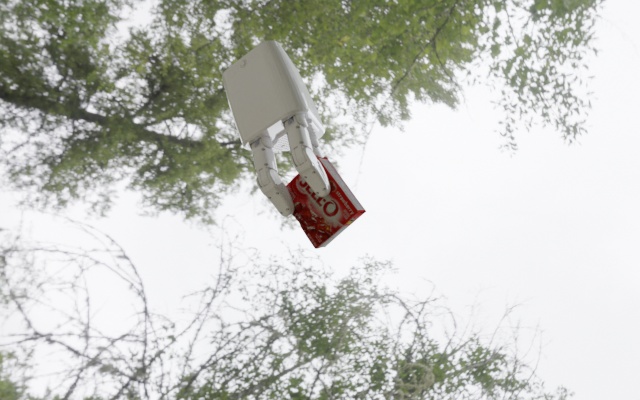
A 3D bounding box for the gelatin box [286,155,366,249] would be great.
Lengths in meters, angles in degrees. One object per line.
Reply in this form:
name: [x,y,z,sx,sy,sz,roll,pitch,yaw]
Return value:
gelatin box: [0.000,0.002,0.578,0.073,0.089,0.030,-42,-18,22]
